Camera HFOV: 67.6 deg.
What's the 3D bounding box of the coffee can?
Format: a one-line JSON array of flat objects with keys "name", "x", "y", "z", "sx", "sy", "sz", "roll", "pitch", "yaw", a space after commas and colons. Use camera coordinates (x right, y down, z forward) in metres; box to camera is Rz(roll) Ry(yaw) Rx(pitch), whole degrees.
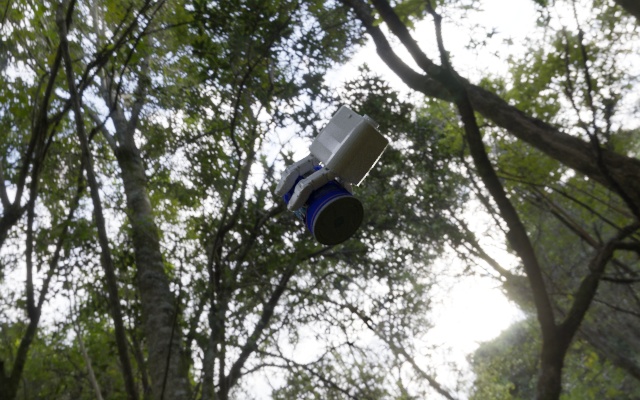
[{"name": "coffee can", "x": 0.000, "y": 0.003, "z": 0.888, "sx": 0.103, "sy": 0.103, "sz": 0.140, "roll": 0, "pitch": 31, "yaw": -34}]
